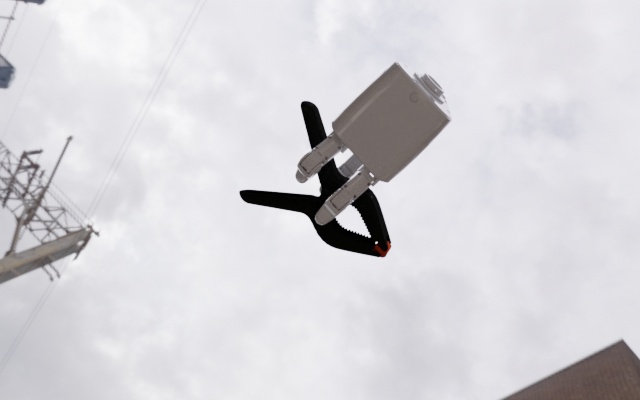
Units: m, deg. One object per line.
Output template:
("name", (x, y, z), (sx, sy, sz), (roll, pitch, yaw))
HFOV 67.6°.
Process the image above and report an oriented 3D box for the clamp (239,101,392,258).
("clamp", (0.001, 0.002, 0.614), (0.164, 0.210, 0.036), (-44, -4, 26))
